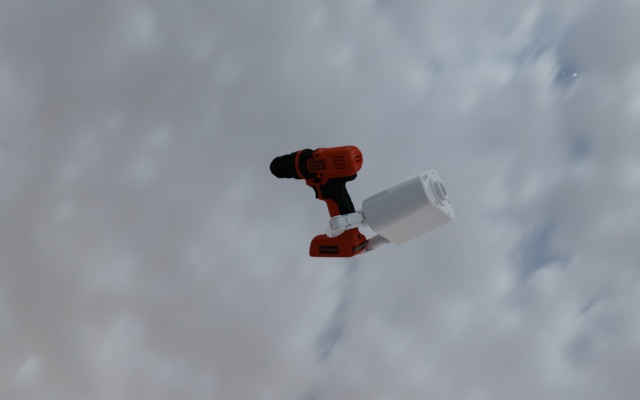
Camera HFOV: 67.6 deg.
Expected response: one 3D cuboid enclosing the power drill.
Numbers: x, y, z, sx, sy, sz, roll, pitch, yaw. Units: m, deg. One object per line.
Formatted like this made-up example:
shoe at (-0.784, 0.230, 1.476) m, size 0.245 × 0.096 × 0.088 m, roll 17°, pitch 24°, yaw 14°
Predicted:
power drill at (0.000, 0.003, 0.818) m, size 0.184 × 0.188 × 0.057 m, roll -3°, pitch 16°, yaw 39°
